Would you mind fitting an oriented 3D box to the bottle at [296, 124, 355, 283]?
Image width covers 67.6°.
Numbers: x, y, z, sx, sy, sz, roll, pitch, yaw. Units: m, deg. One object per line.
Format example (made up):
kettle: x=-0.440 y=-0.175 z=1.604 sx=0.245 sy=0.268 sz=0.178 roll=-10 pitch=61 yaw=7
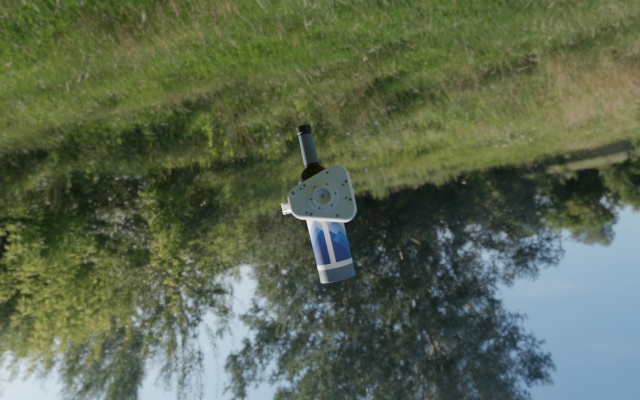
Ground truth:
bottle: x=0.000 y=0.003 z=0.899 sx=0.069 sy=0.295 sz=0.069 roll=-13 pitch=-2 yaw=0
